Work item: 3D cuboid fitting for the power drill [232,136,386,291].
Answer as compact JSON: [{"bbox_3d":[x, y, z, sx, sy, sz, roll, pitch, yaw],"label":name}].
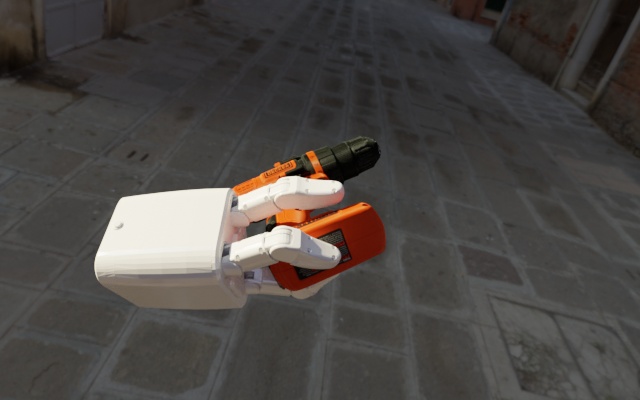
[{"bbox_3d":[0.000,0.002,0.492,0.184,0.057,0.187,-25,26,-3],"label":"power drill"}]
